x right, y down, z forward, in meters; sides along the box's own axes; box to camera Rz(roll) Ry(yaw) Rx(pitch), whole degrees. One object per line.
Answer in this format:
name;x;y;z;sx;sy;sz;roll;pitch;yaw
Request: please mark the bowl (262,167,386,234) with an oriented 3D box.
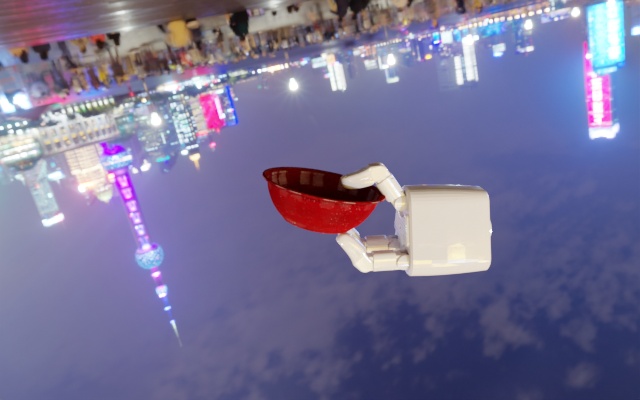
bowl;-0.001;0.002;0.623;0.162;0.055;0.162;11;15;-3
